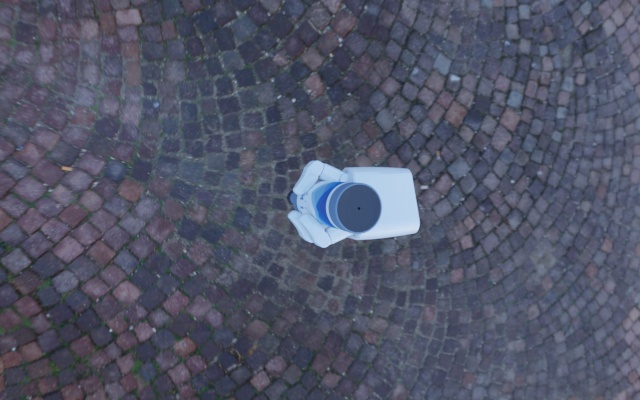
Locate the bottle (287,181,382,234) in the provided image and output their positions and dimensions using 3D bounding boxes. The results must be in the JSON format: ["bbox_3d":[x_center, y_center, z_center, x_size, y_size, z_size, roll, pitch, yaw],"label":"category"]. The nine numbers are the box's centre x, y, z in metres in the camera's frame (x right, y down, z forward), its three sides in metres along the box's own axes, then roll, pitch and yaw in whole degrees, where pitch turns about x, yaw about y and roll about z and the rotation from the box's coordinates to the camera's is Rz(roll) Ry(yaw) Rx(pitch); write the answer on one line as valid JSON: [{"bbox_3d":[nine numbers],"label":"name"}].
[{"bbox_3d":[0.000,0.002,0.751,0.069,0.069,0.295,0,3,-20],"label":"bottle"}]
